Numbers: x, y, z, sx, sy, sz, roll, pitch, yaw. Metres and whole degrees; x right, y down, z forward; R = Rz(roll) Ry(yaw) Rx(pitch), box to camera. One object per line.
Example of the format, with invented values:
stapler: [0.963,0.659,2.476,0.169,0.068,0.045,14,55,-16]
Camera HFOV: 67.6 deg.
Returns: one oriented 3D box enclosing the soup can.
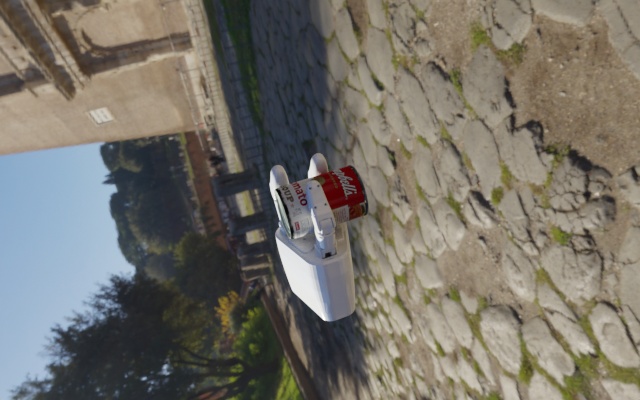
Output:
soup can: [0.000,0.002,0.599,0.102,0.068,0.068,-18,3,-11]
